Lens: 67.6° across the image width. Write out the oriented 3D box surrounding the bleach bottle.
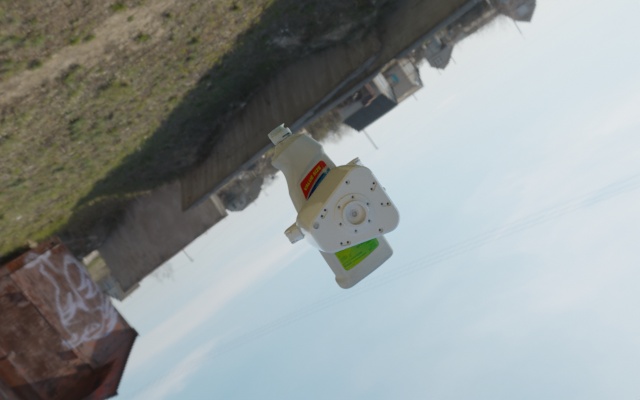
[{"bbox_3d":[0.000,0.002,0.709,0.102,0.251,0.068,-36,7,-7],"label":"bleach bottle"}]
